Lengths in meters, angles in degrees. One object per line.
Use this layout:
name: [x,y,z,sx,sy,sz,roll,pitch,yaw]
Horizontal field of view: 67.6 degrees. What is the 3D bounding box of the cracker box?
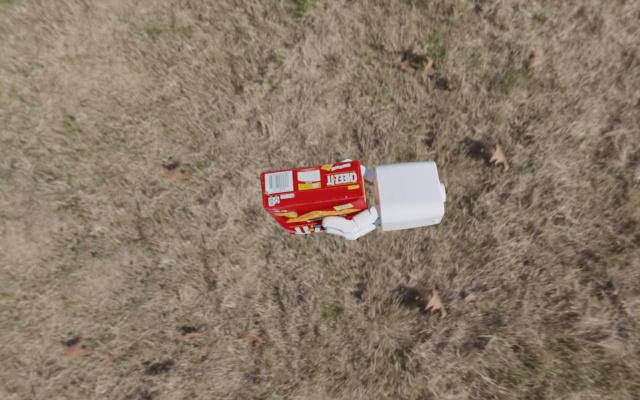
cracker box: [0.000,0.003,0.848,0.164,0.072,0.214,-7,-16,6]
